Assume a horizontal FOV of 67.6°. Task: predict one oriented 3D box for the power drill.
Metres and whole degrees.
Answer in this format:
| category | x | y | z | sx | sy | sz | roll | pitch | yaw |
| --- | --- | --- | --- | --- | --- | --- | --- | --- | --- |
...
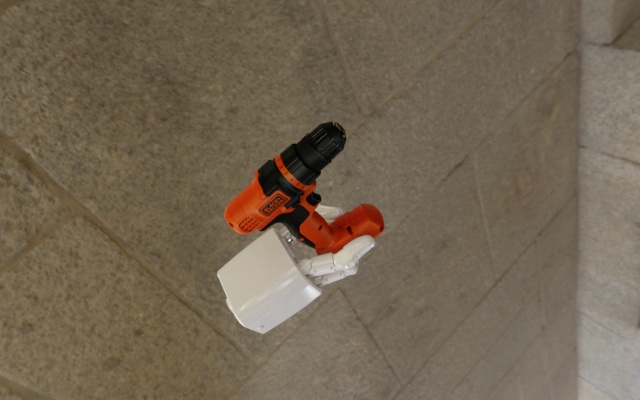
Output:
| category | x | y | z | sx | sy | sz | roll | pitch | yaw |
| --- | --- | --- | --- | --- | --- | --- | --- | --- | --- |
| power drill | 0.000 | 0.002 | 0.615 | 0.184 | 0.057 | 0.188 | -39 | -49 | 19 |
